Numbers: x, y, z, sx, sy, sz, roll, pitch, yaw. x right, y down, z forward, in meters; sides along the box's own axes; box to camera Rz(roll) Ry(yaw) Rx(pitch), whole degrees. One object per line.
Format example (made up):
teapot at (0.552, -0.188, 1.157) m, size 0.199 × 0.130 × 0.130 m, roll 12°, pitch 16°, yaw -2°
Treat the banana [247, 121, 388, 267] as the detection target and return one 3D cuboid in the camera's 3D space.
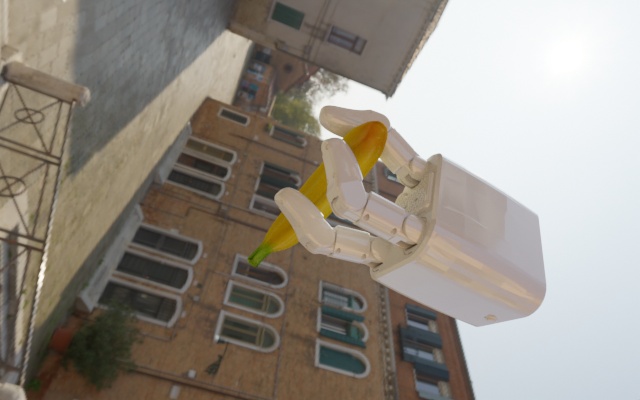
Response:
banana at (0.004, -0.007, 0.424) m, size 0.037 × 0.198 × 0.069 m, roll 37°, pitch 37°, yaw -6°
